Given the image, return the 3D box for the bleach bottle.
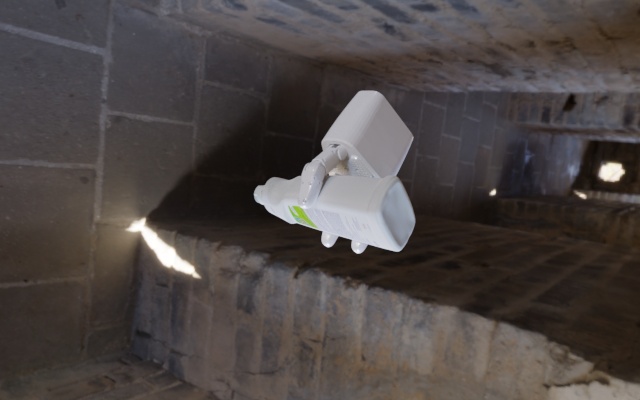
[{"bbox_3d":[0.000,0.002,0.663,0.251,0.068,0.103,10,-34,38],"label":"bleach bottle"}]
